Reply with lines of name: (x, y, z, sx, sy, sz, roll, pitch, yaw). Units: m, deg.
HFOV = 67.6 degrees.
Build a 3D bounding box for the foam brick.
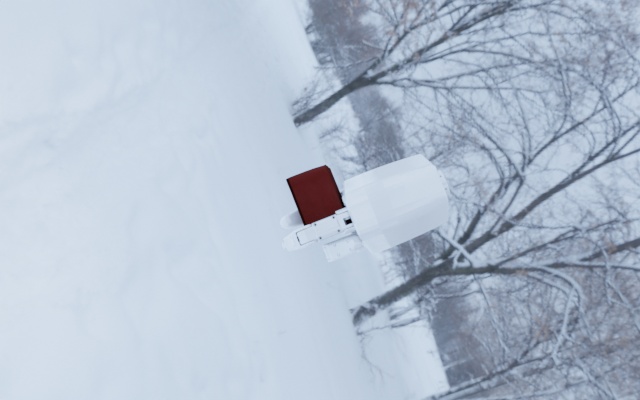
foam brick: (0.000, 0.002, 0.580, 0.051, 0.078, 0.053, -22, -5, 8)
